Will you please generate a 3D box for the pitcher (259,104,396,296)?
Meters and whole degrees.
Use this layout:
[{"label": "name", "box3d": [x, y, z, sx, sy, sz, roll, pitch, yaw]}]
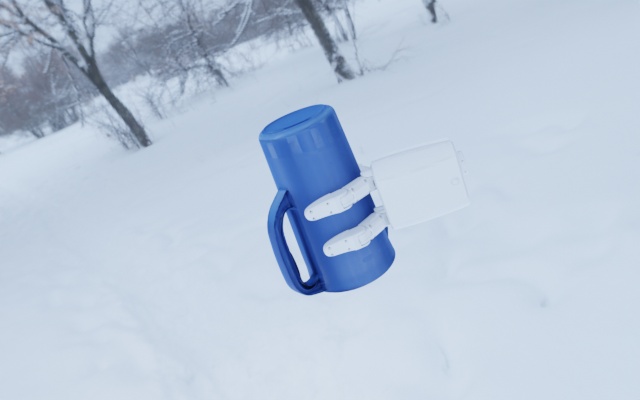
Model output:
[{"label": "pitcher", "box3d": [0.000, 0.002, 0.660, 0.145, 0.243, 0.149, -17, 21, 13]}]
